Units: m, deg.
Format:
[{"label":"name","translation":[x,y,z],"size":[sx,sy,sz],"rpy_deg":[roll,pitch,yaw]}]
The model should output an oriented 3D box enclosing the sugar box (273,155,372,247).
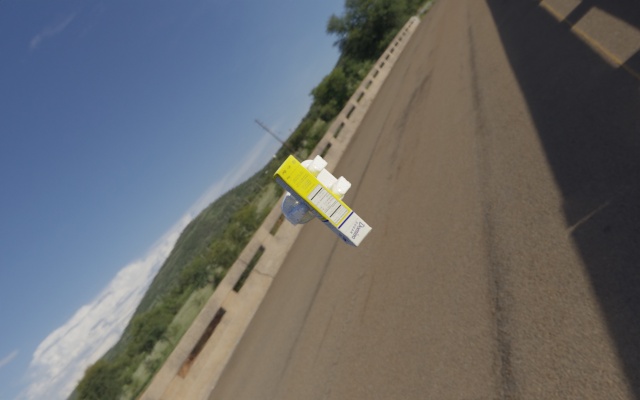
[{"label":"sugar box","translation":[0.000,0.002,0.795],"size":[0.176,0.048,0.093],"rpy_deg":[40,-6,-5]}]
